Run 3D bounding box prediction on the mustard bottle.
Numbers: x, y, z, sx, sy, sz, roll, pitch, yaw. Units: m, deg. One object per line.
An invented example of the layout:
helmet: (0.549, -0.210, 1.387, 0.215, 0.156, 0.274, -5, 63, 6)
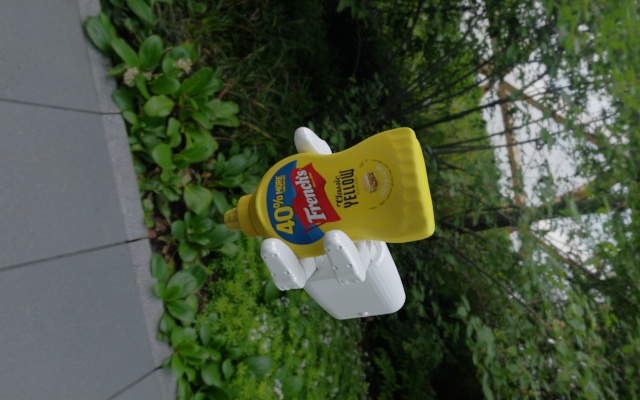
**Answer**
mustard bottle: (0.000, 0.001, 0.435, 0.191, 0.096, 0.058, -12, -16, 18)
